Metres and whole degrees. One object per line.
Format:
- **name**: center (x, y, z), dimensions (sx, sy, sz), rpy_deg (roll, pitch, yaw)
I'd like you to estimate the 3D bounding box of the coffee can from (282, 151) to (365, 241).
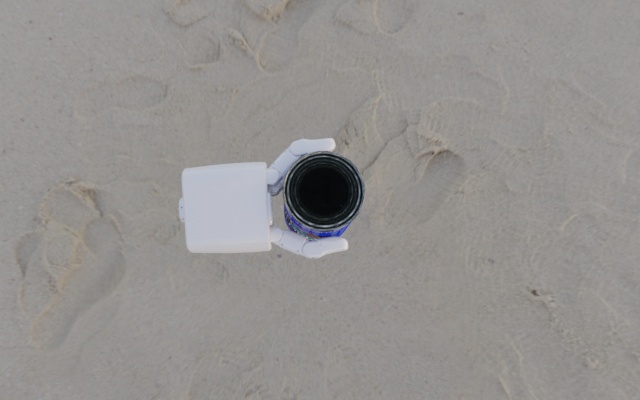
- **coffee can**: center (0.000, 0.002, 0.653), dimensions (0.103, 0.102, 0.140), rpy_deg (0, -12, -4)
